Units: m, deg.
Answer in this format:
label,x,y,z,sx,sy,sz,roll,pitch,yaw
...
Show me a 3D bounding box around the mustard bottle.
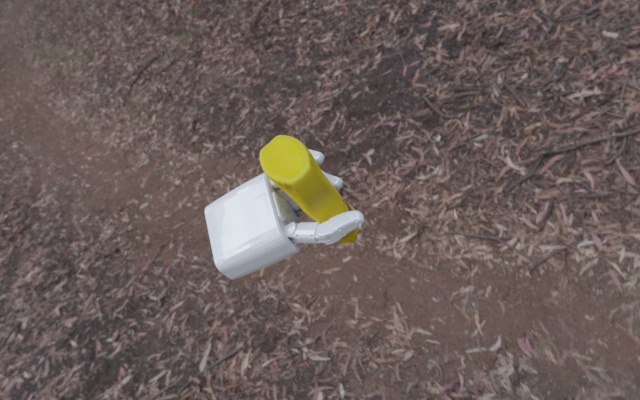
label,x,y,z,sx,sy,sz,roll,pitch,yaw
mustard bottle,0.000,0.002,0.627,0.096,0.058,0.192,43,-5,47
